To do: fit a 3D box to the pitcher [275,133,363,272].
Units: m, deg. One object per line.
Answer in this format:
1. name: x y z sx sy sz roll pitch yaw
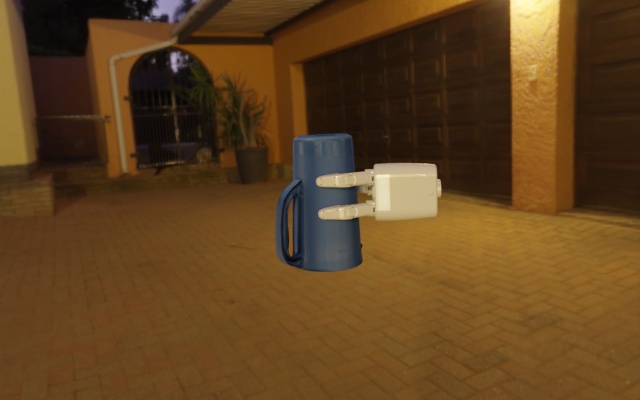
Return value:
1. pitcher: 0.000 0.003 0.867 0.145 0.243 0.149 -1 9 9
